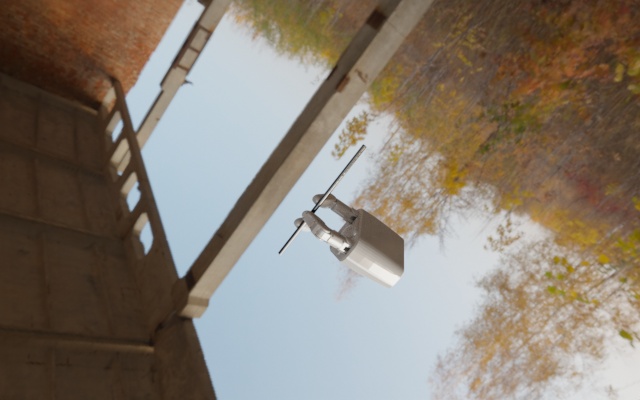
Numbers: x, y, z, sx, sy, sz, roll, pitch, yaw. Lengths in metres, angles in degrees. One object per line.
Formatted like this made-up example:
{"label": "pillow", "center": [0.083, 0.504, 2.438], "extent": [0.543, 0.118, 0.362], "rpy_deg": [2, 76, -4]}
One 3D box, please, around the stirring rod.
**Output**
{"label": "stirring rod", "center": [0.000, 0.003, 0.800], "extent": [0.011, 0.239, 0.011], "rpy_deg": [34, 17, -12]}
